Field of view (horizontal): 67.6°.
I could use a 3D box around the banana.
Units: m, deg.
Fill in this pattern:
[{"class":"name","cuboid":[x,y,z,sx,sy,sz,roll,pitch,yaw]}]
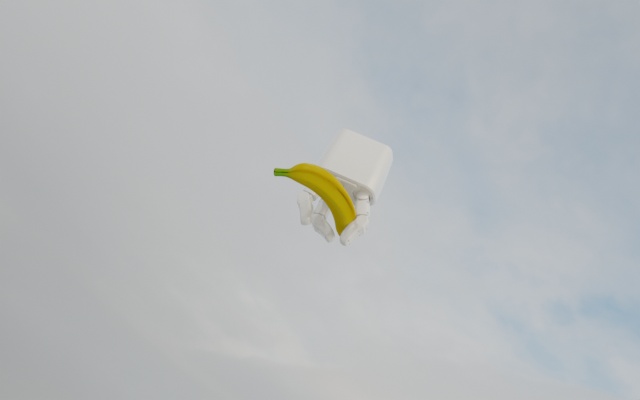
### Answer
[{"class":"banana","cuboid":[0.013,-0.002,0.749,0.069,0.037,0.198,-9,-41,37]}]
